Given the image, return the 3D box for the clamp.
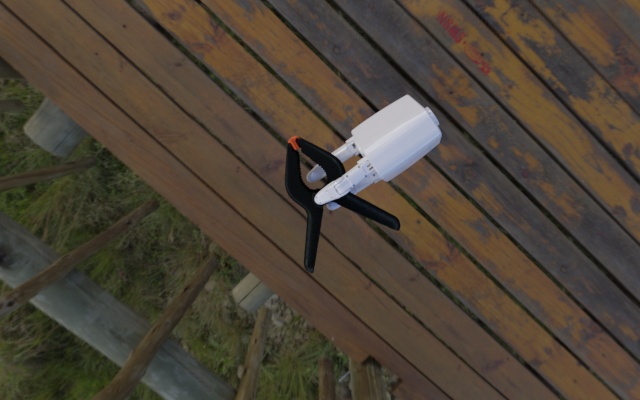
[{"bbox_3d":[0.000,0.002,0.731,0.164,0.210,0.036,-35,9,9],"label":"clamp"}]
